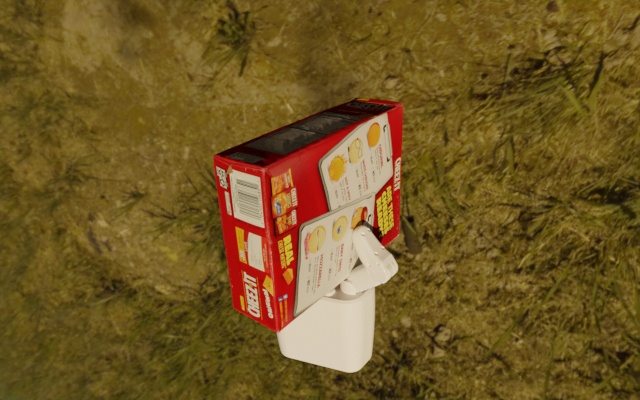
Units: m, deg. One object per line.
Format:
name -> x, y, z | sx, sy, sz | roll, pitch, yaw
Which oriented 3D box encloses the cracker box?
cracker box -> 0.000, 0.002, 0.482 | 0.072, 0.164, 0.213 | 18, 33, 34
